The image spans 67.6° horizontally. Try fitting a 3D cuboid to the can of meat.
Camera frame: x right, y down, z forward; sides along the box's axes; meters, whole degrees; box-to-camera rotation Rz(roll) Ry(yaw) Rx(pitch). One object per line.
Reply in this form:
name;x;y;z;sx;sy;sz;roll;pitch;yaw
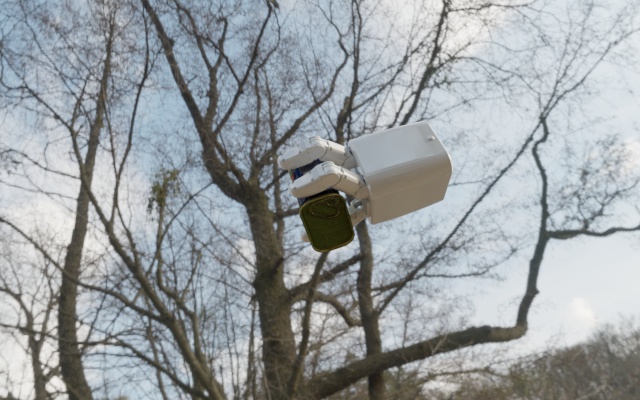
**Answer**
can of meat;0.000;0.002;0.611;0.057;0.084;0.102;-19;-43;0
